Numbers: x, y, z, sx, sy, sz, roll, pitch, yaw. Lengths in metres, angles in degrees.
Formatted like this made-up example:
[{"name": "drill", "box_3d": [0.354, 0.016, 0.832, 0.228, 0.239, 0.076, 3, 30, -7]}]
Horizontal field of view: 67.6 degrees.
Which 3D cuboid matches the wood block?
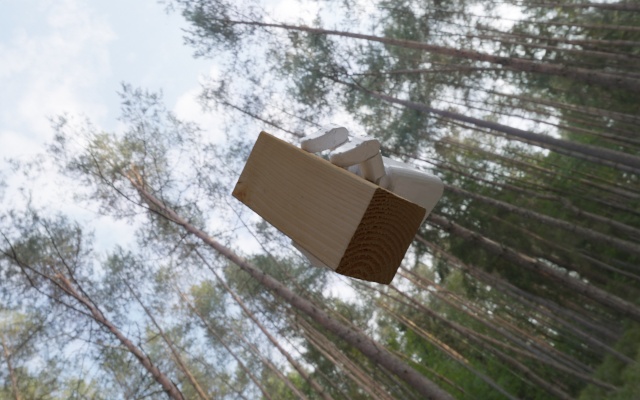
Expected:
[{"name": "wood block", "box_3d": [0.000, 0.002, 0.535, 0.090, 0.091, 0.206, 20, 7, -44]}]
